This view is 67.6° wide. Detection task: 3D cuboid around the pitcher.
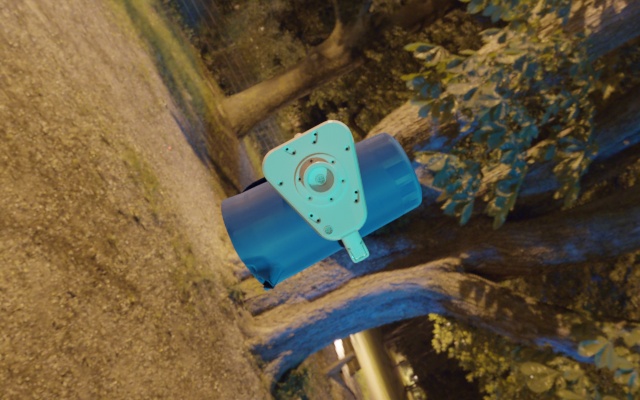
[{"bbox_3d":[0.000,0.002,0.636,0.243,0.149,0.145,-26,-4,1],"label":"pitcher"}]
